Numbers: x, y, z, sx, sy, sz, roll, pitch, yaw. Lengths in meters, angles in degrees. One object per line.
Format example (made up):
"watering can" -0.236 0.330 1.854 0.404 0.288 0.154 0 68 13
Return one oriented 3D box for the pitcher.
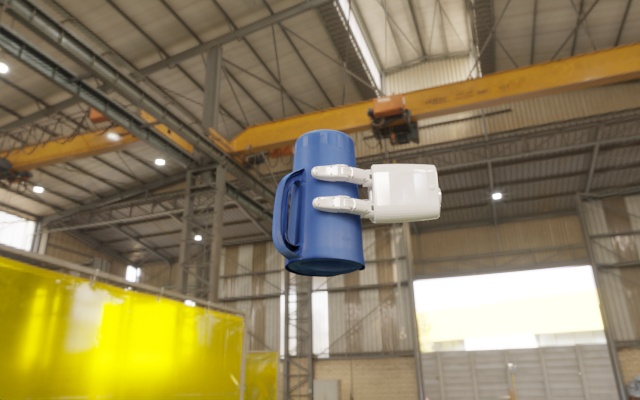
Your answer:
"pitcher" 0.000 0.003 0.818 0.145 0.242 0.149 -1 -21 2
